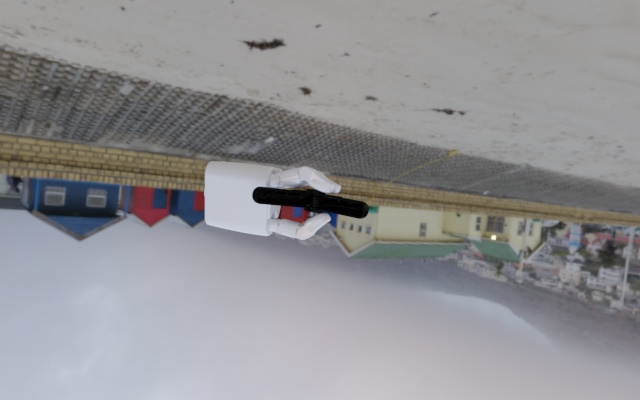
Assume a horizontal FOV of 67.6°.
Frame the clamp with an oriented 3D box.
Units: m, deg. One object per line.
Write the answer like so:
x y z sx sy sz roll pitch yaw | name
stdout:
0.000 0.003 0.753 0.164 0.036 0.210 10 2 10 | clamp
